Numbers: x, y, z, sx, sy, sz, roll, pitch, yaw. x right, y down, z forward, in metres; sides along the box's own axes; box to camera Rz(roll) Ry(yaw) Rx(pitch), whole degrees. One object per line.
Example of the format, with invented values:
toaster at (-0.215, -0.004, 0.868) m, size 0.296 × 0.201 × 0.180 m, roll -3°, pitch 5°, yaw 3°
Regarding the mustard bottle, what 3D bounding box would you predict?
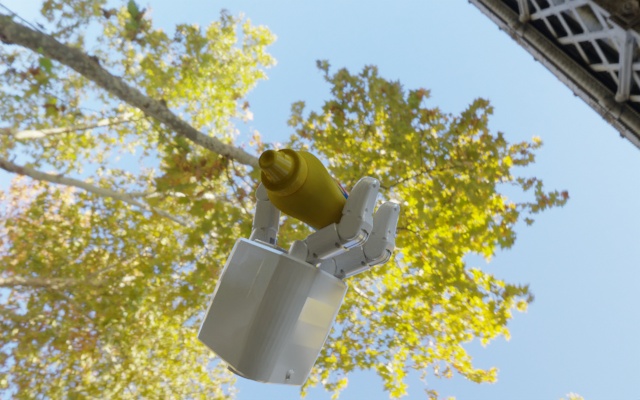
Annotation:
mustard bottle at (0.000, 0.001, 0.463) m, size 0.096 × 0.058 × 0.192 m, roll 46°, pitch 5°, yaw 36°
